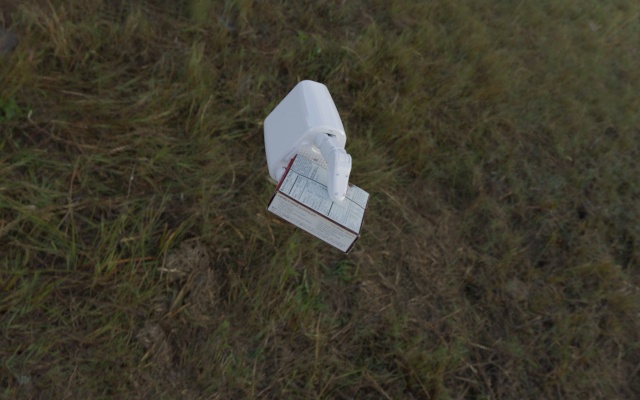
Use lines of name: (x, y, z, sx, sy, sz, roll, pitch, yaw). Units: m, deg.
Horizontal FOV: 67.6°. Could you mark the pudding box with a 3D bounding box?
pudding box: (0.000, 0.002, 0.582, 0.113, 0.039, 0.090, 28, 38, -4)
